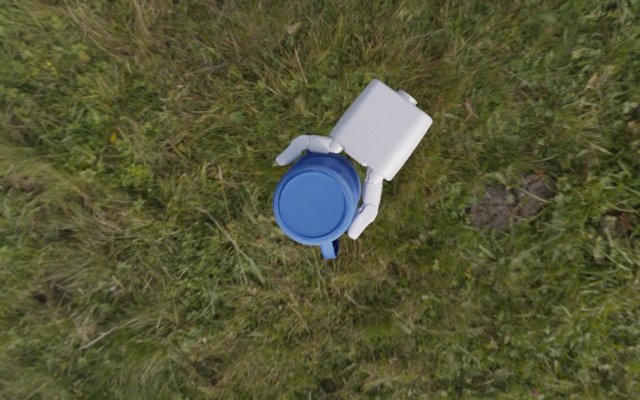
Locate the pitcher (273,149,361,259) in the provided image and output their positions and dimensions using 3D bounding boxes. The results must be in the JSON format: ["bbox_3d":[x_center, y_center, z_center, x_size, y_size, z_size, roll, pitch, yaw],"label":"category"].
[{"bbox_3d":[0.000,0.002,0.730,0.149,0.145,0.243,36,8,-1],"label":"pitcher"}]
